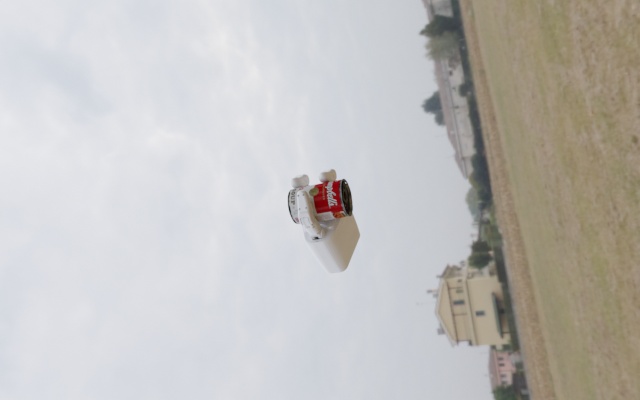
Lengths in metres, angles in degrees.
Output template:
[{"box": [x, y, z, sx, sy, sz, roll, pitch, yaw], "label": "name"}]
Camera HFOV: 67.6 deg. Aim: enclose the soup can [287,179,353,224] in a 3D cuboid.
[{"box": [0.000, 0.003, 0.858, 0.102, 0.068, 0.068, -10, -3, 19], "label": "soup can"}]
